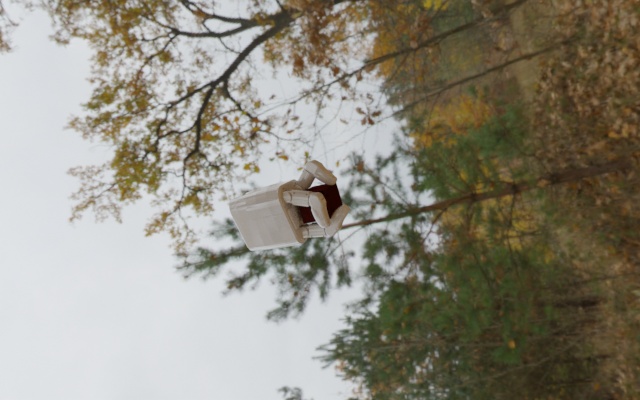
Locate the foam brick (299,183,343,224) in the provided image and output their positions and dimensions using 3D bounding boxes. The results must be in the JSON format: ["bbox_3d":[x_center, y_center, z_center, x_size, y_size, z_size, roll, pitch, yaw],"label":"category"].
[{"bbox_3d":[0.000,0.003,0.844,0.051,0.053,0.078,-12,8,22],"label":"foam brick"}]
